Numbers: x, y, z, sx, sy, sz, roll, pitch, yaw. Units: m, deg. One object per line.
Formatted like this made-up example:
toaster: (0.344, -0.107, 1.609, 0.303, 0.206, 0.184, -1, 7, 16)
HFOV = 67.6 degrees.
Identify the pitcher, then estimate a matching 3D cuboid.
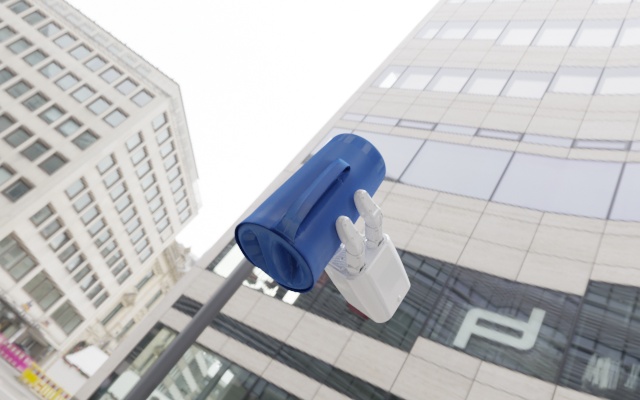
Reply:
pitcher: (0.000, 0.002, 0.700, 0.149, 0.145, 0.242, 2, 41, 43)
